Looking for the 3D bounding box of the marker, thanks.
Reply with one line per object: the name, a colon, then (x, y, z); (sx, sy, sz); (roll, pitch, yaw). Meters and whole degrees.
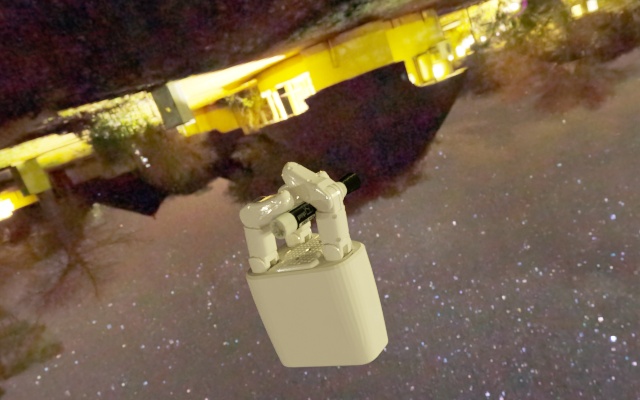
marker: (0.000, 0.001, 0.438); (0.020, 0.020, 0.121); (0, 22, 40)
